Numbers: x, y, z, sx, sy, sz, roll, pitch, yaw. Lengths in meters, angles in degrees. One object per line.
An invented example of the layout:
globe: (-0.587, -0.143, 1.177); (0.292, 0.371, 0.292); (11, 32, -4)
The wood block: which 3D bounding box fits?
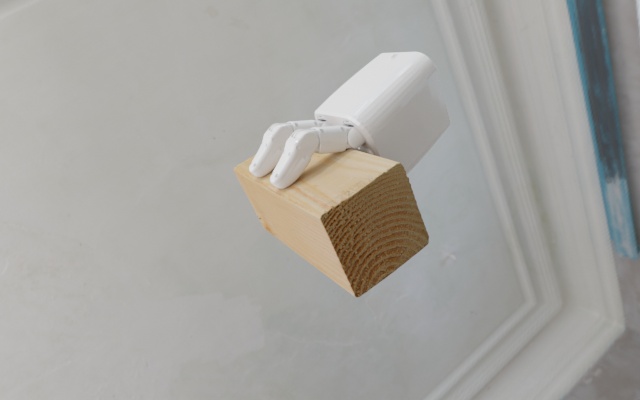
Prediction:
wood block: (0.000, 0.002, 0.488); (0.090, 0.091, 0.206); (-34, 28, -17)
